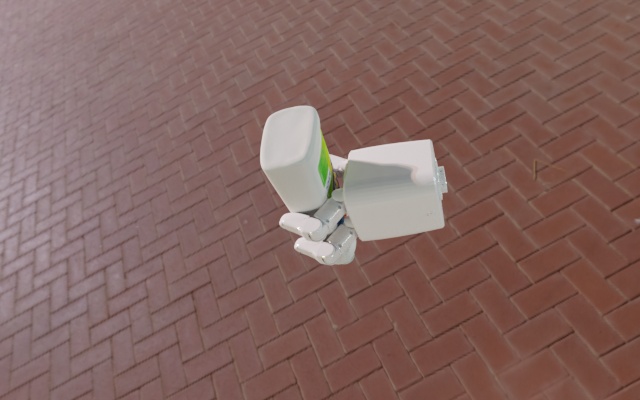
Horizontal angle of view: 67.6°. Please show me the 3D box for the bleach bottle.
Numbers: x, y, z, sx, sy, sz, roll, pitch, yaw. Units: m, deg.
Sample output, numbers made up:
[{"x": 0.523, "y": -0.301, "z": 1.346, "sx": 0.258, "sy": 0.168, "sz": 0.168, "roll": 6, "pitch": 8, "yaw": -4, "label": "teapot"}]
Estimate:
[{"x": 0.000, "y": 0.002, "z": 0.630, "sx": 0.068, "sy": 0.102, "sz": 0.251, "roll": -8, "pitch": -39, "yaw": 16, "label": "bleach bottle"}]
